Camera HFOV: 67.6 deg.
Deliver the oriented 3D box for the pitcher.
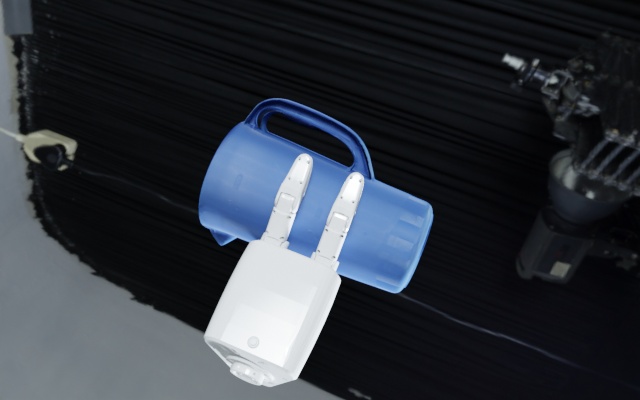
[{"bbox_3d":[0.000,0.002,0.542,0.243,0.145,0.149,21,-33,7],"label":"pitcher"}]
